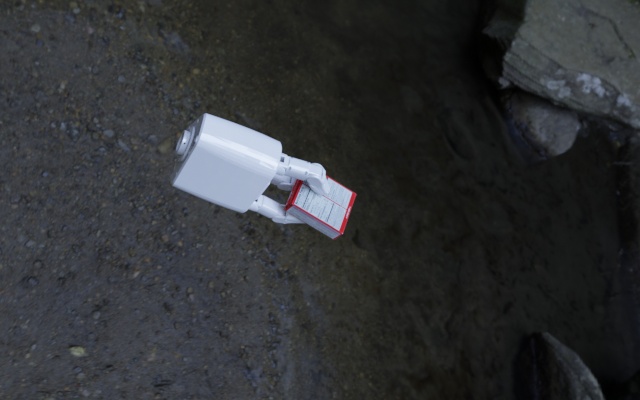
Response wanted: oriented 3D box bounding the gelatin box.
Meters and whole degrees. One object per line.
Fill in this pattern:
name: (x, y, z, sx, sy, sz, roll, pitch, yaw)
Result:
gelatin box: (0.001, 0.002, 0.683, 0.089, 0.073, 0.030, 31, -34, -16)
